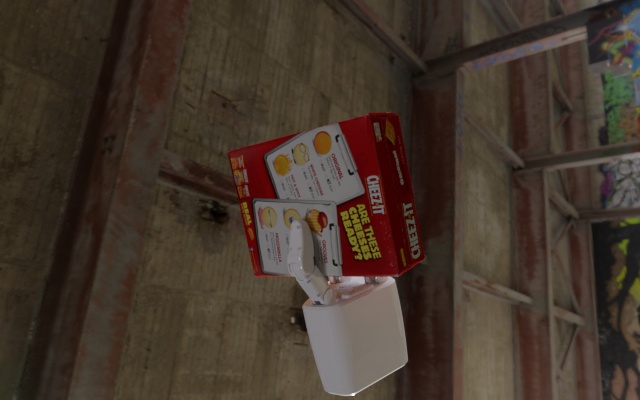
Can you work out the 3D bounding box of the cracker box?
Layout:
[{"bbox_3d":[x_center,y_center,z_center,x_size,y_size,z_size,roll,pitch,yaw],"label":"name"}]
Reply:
[{"bbox_3d":[0.000,0.002,0.553,0.214,0.164,0.072,-8,5,39],"label":"cracker box"}]
